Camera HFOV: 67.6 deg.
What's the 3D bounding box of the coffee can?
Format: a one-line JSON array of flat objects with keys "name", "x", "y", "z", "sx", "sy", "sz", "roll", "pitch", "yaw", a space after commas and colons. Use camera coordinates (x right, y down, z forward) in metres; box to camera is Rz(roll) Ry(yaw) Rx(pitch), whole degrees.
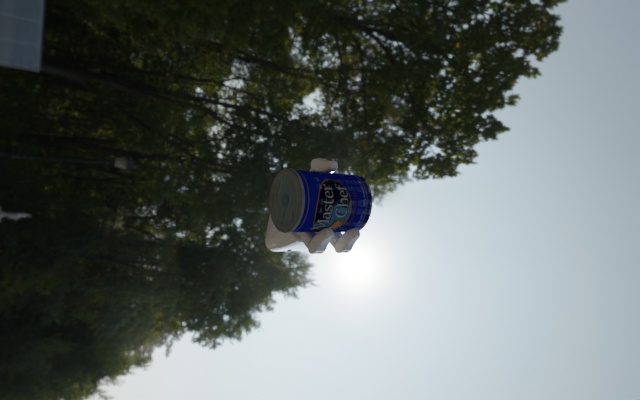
[{"name": "coffee can", "x": 0.000, "y": 0.002, "z": 0.795, "sx": 0.140, "sy": 0.103, "sz": 0.103, "roll": 3, "pitch": -2, "yaw": -34}]
